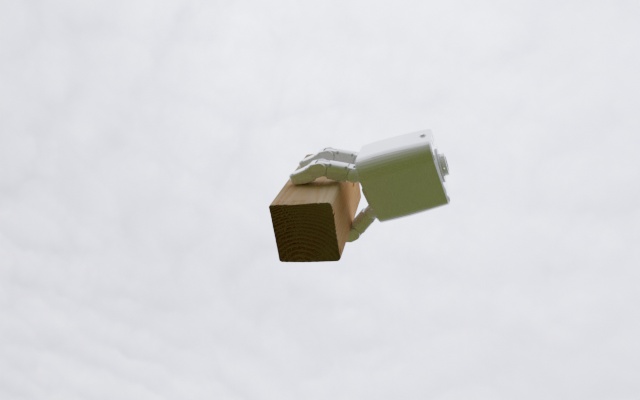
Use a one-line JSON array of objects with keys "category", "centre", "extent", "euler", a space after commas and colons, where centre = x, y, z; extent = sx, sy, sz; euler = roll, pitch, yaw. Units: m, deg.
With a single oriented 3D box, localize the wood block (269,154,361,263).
[{"category": "wood block", "centre": [0.001, 0.003, 0.729], "extent": [0.090, 0.091, 0.206], "euler": [-3, 23, 15]}]
